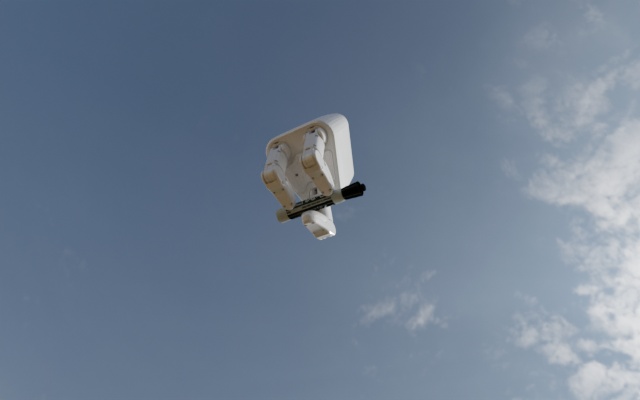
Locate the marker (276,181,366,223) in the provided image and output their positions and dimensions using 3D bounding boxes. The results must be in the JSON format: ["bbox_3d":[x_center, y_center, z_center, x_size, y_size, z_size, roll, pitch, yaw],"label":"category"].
[{"bbox_3d":[0.000,0.002,0.596,0.121,0.020,0.020,-19,-7,21],"label":"marker"}]
